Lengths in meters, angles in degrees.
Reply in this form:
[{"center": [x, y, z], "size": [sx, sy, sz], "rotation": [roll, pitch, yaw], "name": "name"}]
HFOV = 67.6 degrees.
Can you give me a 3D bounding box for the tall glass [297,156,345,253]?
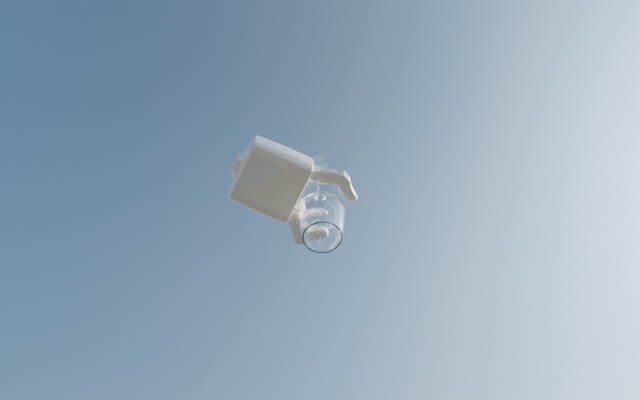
[{"center": [0.000, 0.002, 0.814], "size": [0.079, 0.079, 0.201], "rotation": [0, 33, -2], "name": "tall glass"}]
